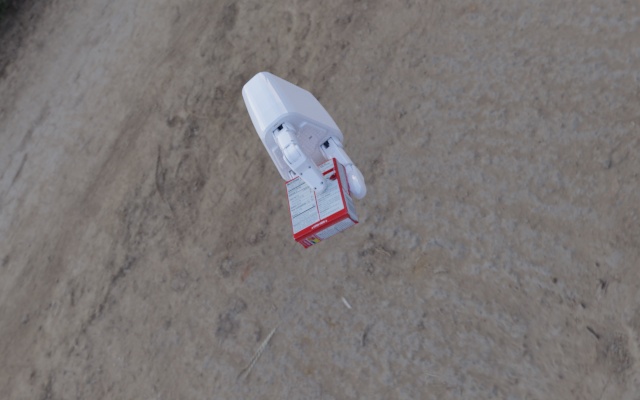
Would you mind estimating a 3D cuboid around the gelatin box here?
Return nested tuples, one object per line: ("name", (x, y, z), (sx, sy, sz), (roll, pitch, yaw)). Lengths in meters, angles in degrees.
("gelatin box", (0.000, 0.002, 0.563), (0.073, 0.089, 0.030), (-28, -41, 20))
